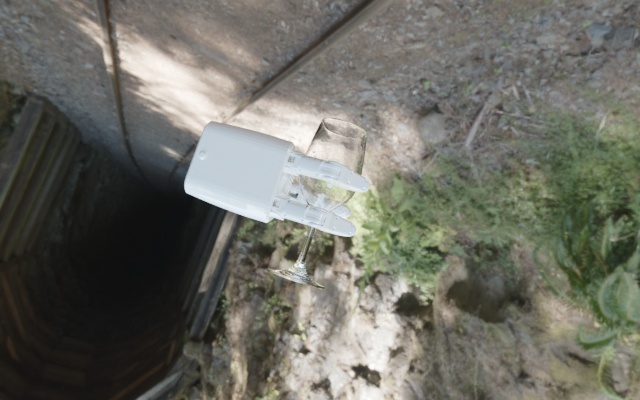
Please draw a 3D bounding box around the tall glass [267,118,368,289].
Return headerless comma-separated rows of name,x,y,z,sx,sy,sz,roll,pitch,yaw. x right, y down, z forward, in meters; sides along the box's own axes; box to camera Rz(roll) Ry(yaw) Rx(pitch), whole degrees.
tall glass,0.000,0.003,0.591,0.079,0.201,0.079,18,-7,2
